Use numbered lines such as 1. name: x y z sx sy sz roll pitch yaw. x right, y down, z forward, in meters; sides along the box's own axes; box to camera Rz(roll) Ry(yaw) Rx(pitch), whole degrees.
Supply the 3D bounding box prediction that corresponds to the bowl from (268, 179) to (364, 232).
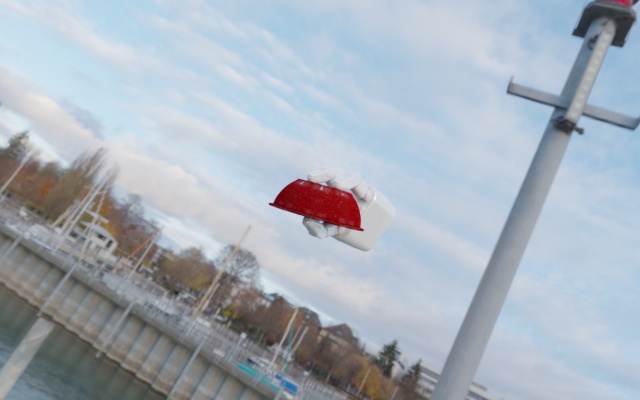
1. bowl: 0.000 0.002 0.772 0.162 0.055 0.162 16 1 0
